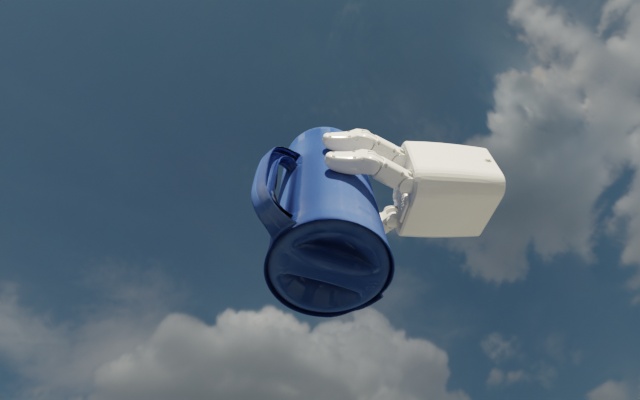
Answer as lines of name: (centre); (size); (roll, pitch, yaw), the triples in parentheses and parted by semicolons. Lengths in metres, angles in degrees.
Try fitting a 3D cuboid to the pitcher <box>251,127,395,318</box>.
pitcher: (0.000, 0.002, 0.572); (0.145, 0.149, 0.242); (1, 34, -2)
